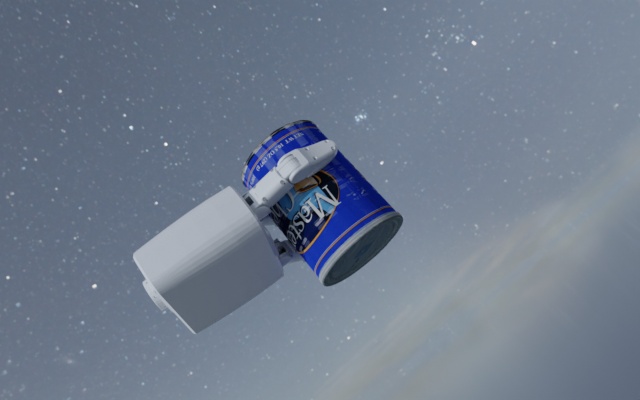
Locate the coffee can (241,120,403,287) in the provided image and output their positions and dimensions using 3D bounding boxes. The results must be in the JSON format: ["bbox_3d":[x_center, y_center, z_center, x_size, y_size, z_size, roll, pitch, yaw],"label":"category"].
[{"bbox_3d":[0.000,0.002,0.492,0.103,0.140,0.103,-35,-22,-16],"label":"coffee can"}]
